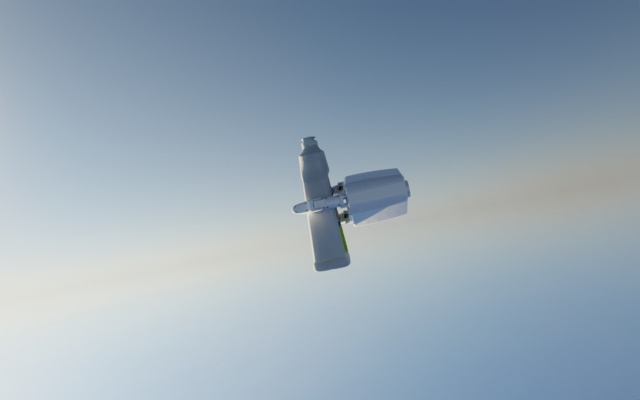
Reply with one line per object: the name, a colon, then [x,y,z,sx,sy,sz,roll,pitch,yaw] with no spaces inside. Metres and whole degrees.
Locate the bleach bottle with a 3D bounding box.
bleach bottle: [0.000,0.003,0.896,0.068,0.251,0.102,-12,-4,5]
